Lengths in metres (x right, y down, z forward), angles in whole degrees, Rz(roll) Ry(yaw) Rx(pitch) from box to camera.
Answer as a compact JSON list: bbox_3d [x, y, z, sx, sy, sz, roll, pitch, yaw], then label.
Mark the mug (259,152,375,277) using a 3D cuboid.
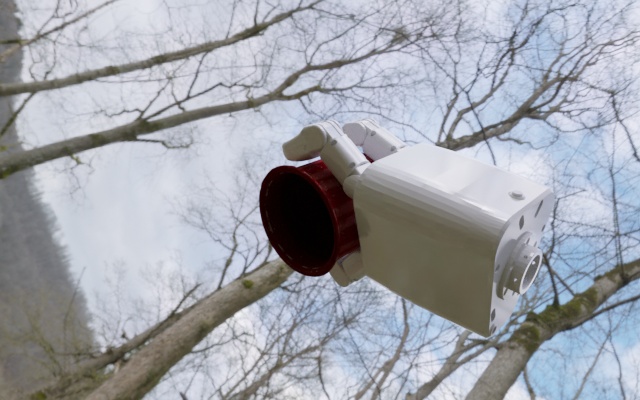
[{"bbox_3d":[-0.001,0.001,0.410,0.117,0.093,0.081,26,35,37],"label":"mug"}]
